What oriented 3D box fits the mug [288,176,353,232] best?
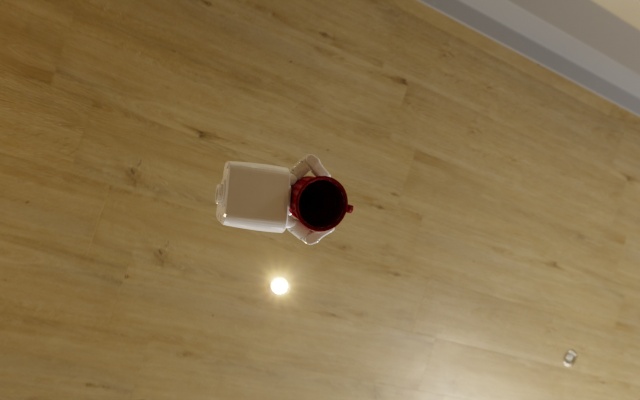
[{"bbox_3d":[0.001,0.003,0.826,0.117,0.093,0.081,9,4,-21],"label":"mug"}]
